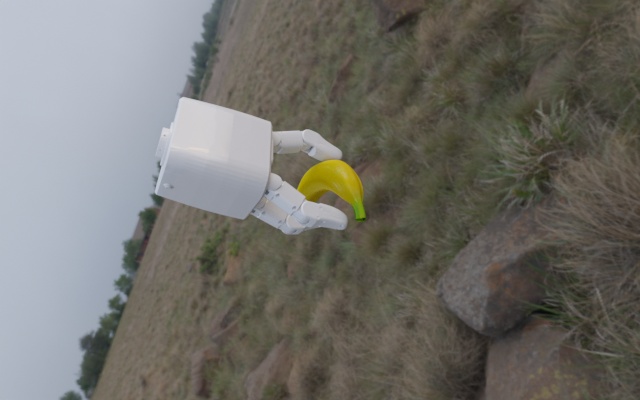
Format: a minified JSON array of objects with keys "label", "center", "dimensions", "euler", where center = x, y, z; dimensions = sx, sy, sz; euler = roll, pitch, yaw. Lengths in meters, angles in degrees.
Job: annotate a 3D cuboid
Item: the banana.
[{"label":"banana","center":[0.005,-0.016,0.600],"dimensions":[0.037,0.069,0.198],"euler":[12,-2,-21]}]
